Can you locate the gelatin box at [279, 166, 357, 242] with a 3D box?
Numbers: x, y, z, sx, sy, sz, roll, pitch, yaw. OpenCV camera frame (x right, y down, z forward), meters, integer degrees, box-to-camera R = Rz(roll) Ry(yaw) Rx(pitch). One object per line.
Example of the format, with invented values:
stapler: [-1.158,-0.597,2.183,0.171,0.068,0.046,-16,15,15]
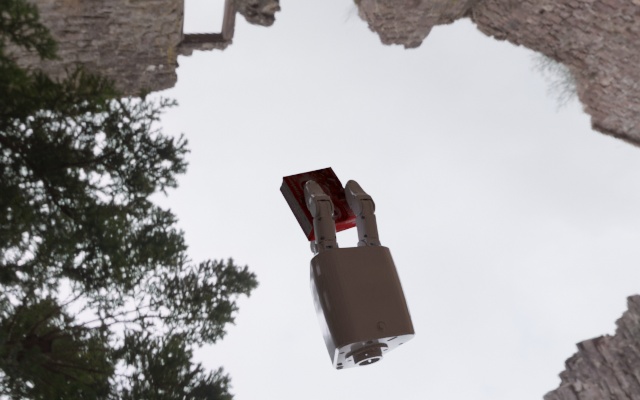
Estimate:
gelatin box: [0.000,0.002,0.604,0.073,0.089,0.030,-14,-34,-29]
